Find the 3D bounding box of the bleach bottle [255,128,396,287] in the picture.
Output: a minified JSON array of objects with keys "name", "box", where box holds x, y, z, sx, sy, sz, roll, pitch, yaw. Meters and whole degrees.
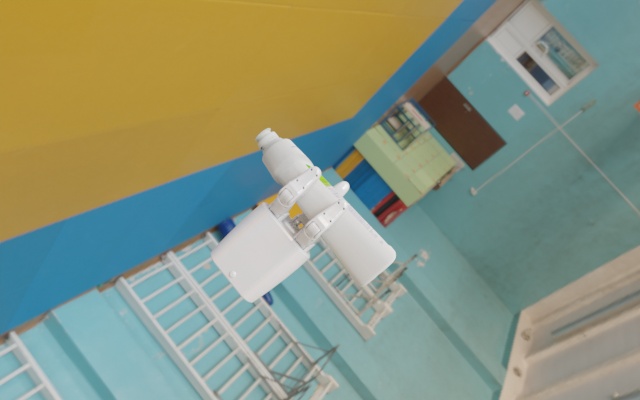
[{"name":"bleach bottle","box":[0.000,0.002,0.670,0.068,0.251,0.102,-41,-6,5]}]
